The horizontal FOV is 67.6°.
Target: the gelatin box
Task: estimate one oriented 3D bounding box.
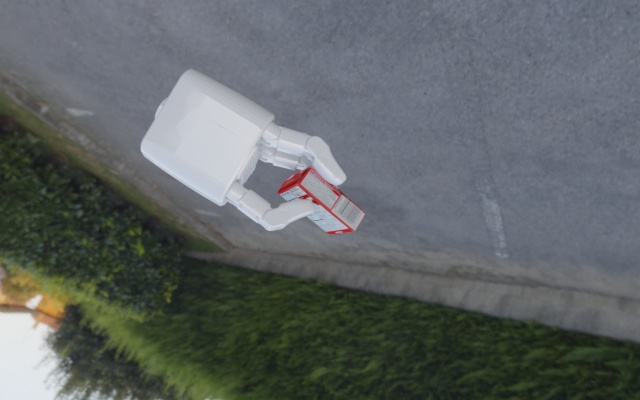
[{"bbox_3d":[0.000,0.002,0.564,0.089,0.030,0.073,40,-19,-13],"label":"gelatin box"}]
